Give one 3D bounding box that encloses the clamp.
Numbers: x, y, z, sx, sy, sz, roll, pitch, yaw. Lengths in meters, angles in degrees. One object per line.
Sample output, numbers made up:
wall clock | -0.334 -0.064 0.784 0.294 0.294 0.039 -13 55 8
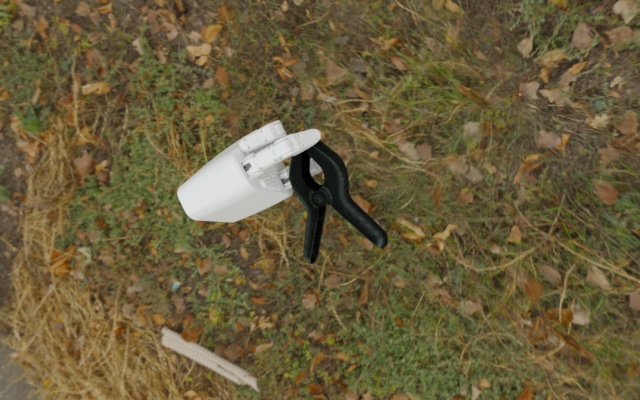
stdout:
clamp | 0.000 0.002 0.611 0.120 0.171 0.039 -27 1 25
